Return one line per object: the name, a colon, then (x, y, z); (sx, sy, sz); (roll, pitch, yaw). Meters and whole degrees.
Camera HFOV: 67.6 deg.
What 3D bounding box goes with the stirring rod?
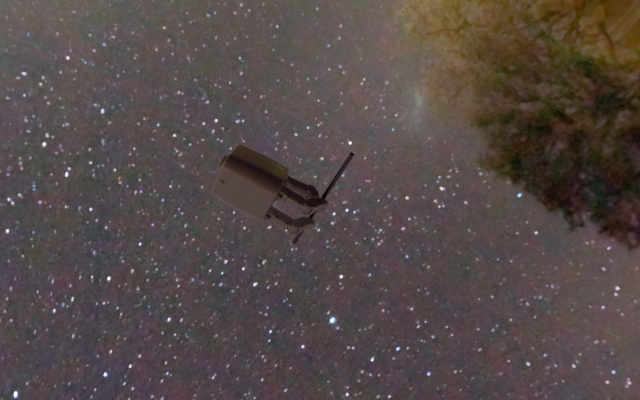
stirring rod: (0.000, 0.003, 0.876); (0.011, 0.011, 0.240); (0, -43, -37)
